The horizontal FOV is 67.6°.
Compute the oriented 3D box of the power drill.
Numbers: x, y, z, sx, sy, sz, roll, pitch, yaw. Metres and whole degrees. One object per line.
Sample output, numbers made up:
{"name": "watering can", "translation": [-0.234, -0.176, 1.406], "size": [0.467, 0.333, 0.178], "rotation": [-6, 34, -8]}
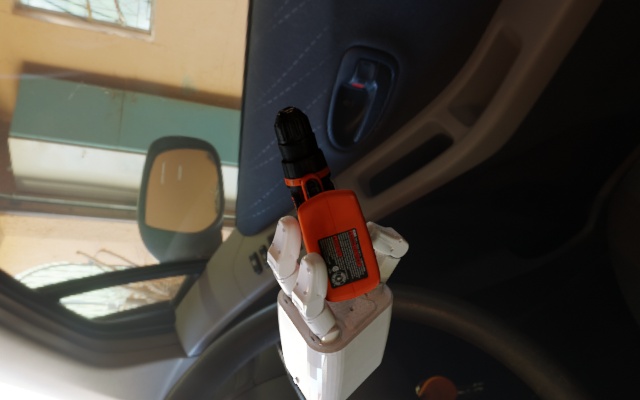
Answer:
{"name": "power drill", "translation": [0.000, 0.002, 0.487], "size": [0.057, 0.184, 0.187], "rotation": [-19, 19, -2]}
